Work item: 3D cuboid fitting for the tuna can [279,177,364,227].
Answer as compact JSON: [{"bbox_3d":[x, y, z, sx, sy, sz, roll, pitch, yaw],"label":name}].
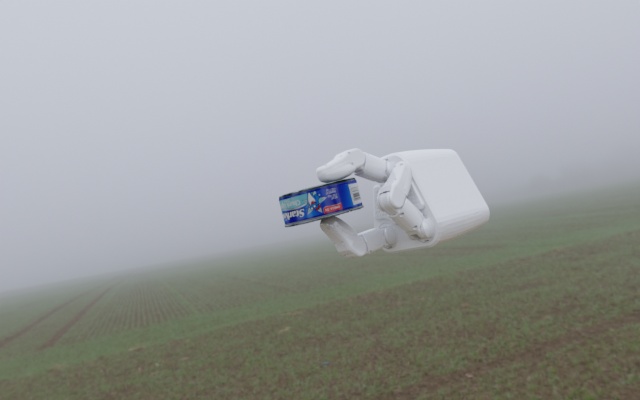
[{"bbox_3d":[0.000,0.001,0.503,0.086,0.034,0.086,-14,0,0],"label":"tuna can"}]
